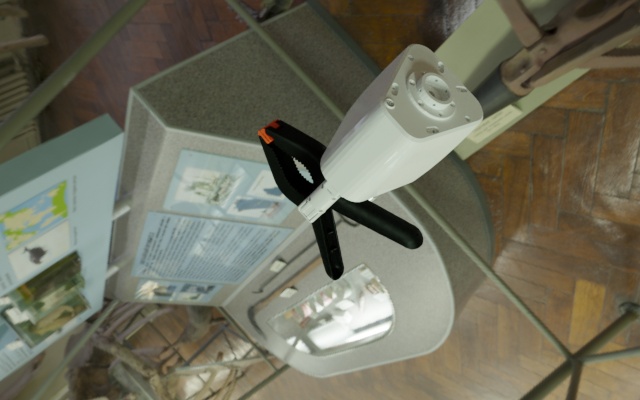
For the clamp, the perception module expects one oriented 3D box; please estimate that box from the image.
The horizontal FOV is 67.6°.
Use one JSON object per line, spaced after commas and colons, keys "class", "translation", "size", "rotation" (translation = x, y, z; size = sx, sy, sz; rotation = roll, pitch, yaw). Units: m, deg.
{"class": "clamp", "translation": [-0.001, 0.002, 0.553], "size": [0.036, 0.210, 0.165], "rotation": [-41, -2, -40]}
